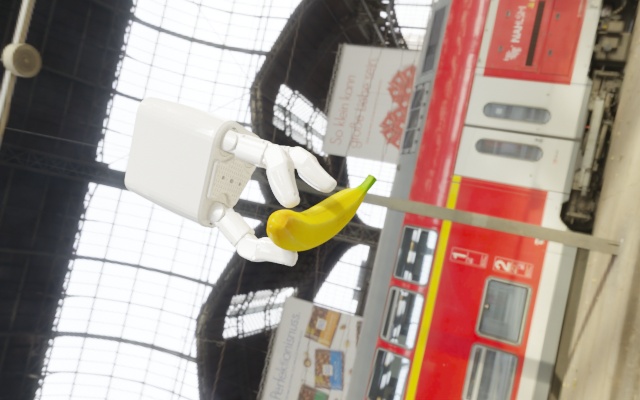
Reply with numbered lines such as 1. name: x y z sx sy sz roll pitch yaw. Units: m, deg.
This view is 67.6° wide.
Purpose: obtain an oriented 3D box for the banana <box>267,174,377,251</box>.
1. banana: -0.005 0.017 0.480 0.037 0.070 0.197 30 26 18
